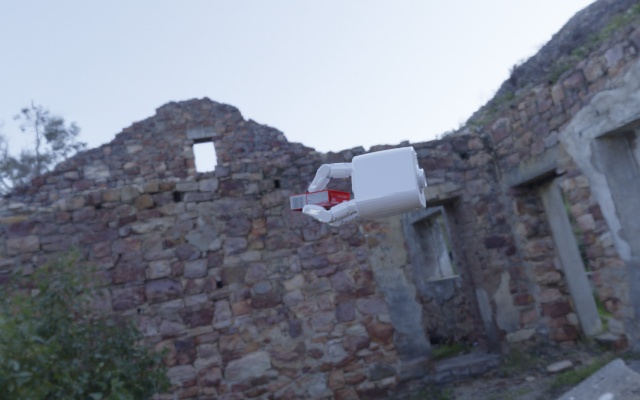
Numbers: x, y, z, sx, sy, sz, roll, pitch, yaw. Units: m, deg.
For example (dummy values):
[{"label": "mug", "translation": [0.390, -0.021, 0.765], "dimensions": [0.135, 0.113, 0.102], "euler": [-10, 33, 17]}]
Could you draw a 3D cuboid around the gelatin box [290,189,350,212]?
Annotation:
[{"label": "gelatin box", "translation": [0.000, 0.002, 0.878], "dimensions": [0.089, 0.030, 0.073], "euler": [-9, -9, 32]}]
